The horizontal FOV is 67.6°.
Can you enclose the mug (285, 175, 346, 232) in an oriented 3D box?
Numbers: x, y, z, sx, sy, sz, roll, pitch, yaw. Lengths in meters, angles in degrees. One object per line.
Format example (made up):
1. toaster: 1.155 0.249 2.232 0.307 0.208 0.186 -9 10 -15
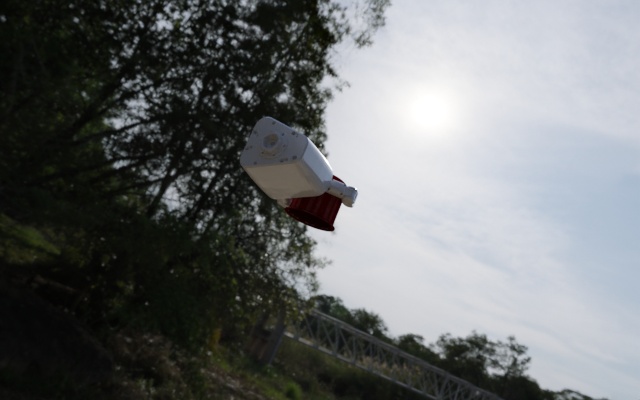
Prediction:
1. mug: 0.001 0.003 0.838 0.093 0.081 0.117 15 -18 26
